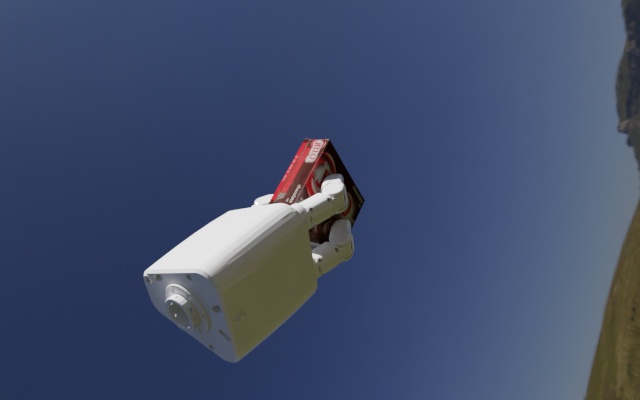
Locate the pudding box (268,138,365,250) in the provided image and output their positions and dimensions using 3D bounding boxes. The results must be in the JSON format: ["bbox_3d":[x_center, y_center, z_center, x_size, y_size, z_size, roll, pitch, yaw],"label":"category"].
[{"bbox_3d":[0.000,0.002,0.521,0.039,0.090,0.114,10,-30,33],"label":"pudding box"}]
